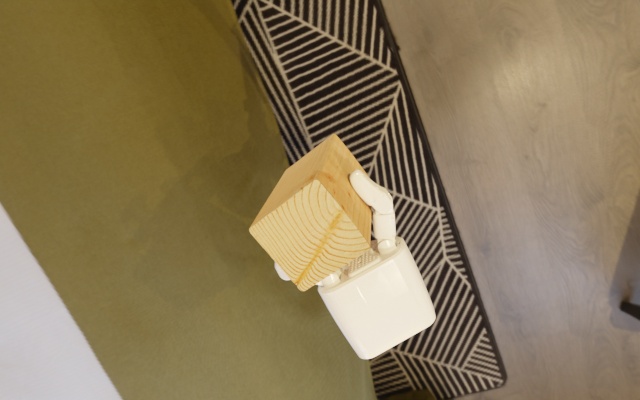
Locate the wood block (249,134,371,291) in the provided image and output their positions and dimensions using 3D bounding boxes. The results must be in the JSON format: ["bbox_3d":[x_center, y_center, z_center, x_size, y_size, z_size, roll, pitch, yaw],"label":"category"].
[{"bbox_3d":[0.001,0.002,0.562,0.091,0.090,0.206,-35,13,17],"label":"wood block"}]
